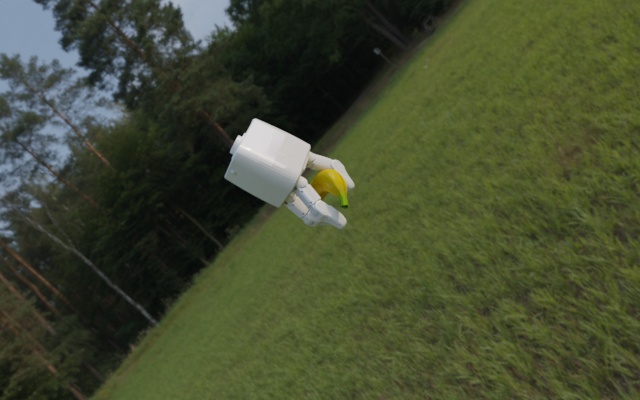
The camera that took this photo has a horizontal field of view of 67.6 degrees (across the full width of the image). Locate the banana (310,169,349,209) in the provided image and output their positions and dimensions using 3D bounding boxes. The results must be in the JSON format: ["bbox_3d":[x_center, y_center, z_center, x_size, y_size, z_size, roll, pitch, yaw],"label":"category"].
[{"bbox_3d":[0.004,-0.016,0.819,0.037,0.069,0.198,12,-8,-15],"label":"banana"}]
